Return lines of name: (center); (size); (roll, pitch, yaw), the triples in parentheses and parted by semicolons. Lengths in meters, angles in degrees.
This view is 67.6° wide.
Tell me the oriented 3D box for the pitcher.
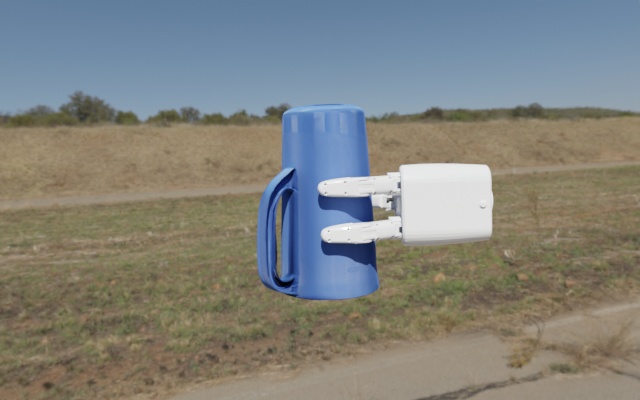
pitcher: (0.000, 0.002, 0.621); (0.145, 0.243, 0.149); (-2, 5, 7)
